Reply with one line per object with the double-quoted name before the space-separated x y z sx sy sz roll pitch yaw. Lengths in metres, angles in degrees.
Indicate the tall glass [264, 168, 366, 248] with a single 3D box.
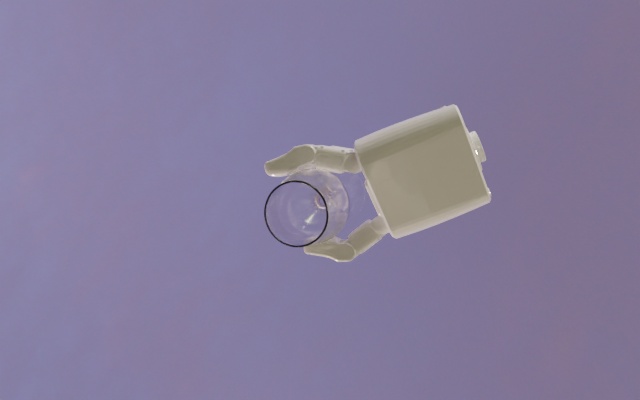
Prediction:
"tall glass" 0.000 0.002 0.530 0.079 0.079 0.201 0 6 14
